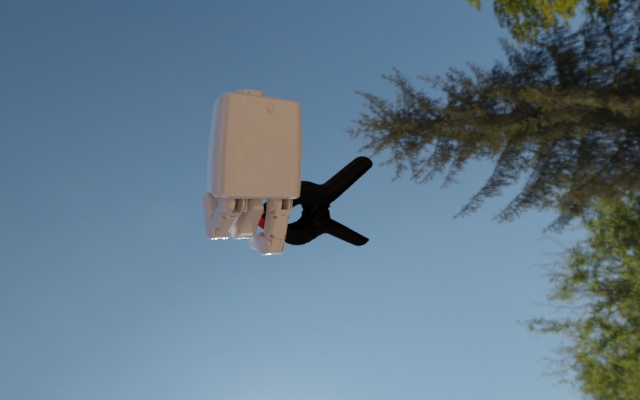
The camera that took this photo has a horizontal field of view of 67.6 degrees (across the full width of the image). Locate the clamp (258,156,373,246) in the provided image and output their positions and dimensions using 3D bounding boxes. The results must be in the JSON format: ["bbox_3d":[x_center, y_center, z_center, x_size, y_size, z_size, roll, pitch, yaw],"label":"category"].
[{"bbox_3d":[0.000,0.002,0.590,0.171,0.120,0.039,0,8,-38],"label":"clamp"}]
